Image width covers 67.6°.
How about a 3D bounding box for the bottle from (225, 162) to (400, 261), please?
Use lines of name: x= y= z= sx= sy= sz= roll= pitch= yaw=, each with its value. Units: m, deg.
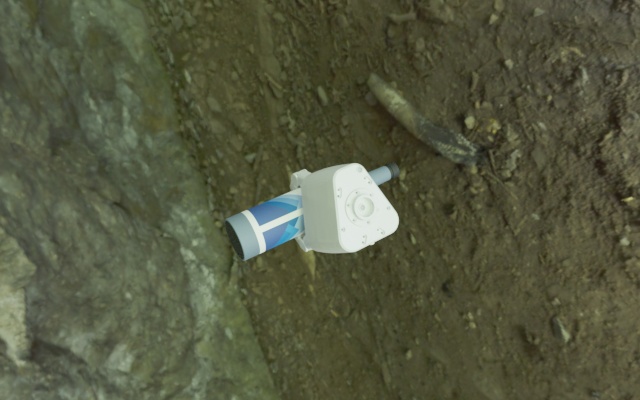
bottle: x=0.000 y=0.003 z=0.745 sx=0.295 sy=0.069 sz=0.069 roll=-24 pitch=9 yaw=-22
